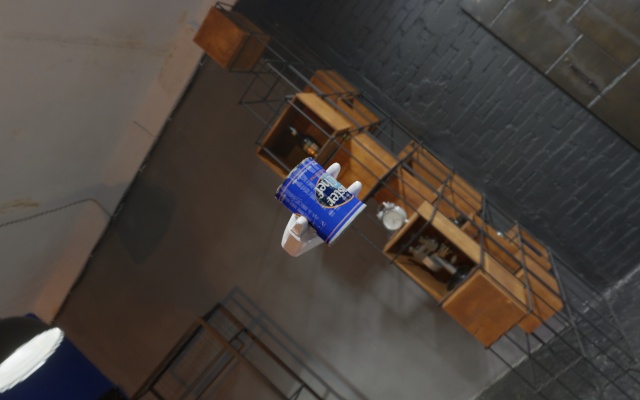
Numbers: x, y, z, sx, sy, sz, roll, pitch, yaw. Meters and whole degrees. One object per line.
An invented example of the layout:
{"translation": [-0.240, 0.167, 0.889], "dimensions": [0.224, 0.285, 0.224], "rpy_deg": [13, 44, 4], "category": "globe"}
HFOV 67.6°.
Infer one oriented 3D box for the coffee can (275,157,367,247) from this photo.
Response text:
{"translation": [0.000, 0.003, 0.890], "dimensions": [0.140, 0.103, 0.103], "rpy_deg": [42, 5, 6], "category": "coffee can"}
